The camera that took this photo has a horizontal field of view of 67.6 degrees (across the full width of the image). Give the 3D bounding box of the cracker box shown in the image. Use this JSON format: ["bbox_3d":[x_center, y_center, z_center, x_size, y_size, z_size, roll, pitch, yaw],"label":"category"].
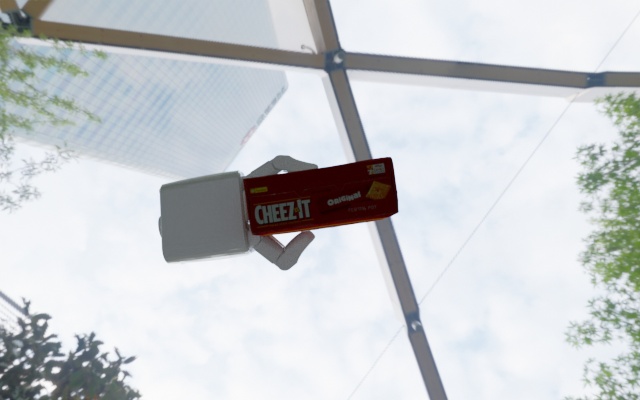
[{"bbox_3d":[0.000,0.002,0.613,0.164,0.072,0.214,-9,-2,-1],"label":"cracker box"}]
